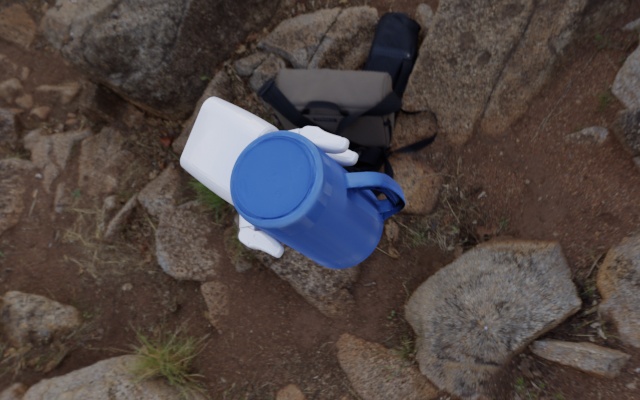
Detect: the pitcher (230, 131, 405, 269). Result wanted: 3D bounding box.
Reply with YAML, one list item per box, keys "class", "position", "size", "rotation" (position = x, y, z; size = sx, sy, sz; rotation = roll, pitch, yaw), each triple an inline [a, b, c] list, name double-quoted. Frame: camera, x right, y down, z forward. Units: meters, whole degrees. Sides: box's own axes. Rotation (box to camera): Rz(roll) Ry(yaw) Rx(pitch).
- class: "pitcher"
  position: [0.000, 0.002, 0.595]
  size: [0.145, 0.149, 0.243]
  rotation: [32, -2, 24]
